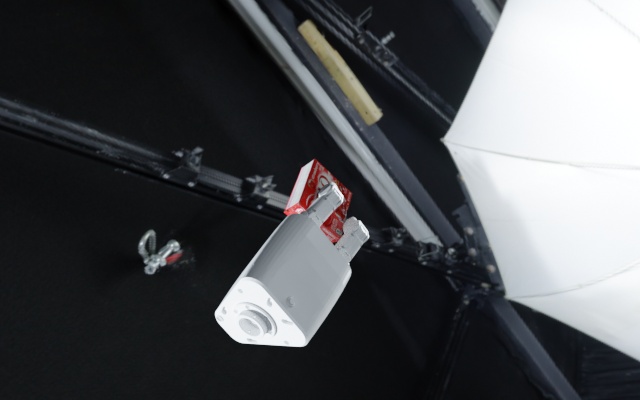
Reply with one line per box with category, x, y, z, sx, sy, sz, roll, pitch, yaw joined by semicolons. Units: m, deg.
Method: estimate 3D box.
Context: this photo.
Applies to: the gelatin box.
gelatin box;0.000;0.002;0.606;0.073;0.089;0.030;42;-50;-22
